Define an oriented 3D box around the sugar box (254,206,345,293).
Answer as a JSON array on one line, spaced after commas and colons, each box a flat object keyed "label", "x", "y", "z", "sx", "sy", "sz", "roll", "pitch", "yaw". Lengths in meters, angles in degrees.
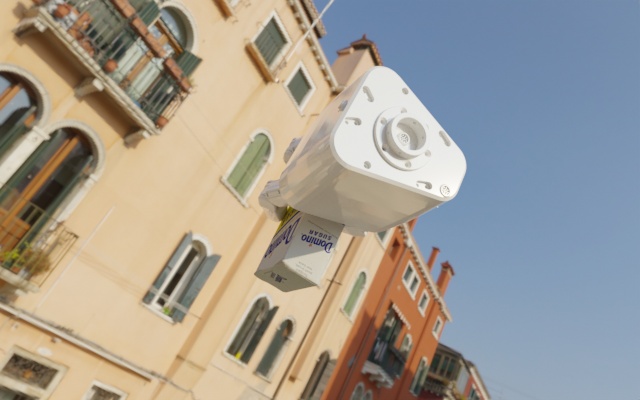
[{"label": "sugar box", "x": 0.000, "y": 0.001, "z": 0.474, "sx": 0.048, "sy": 0.176, "sz": 0.093, "roll": 34, "pitch": -24, "yaw": -11}]
